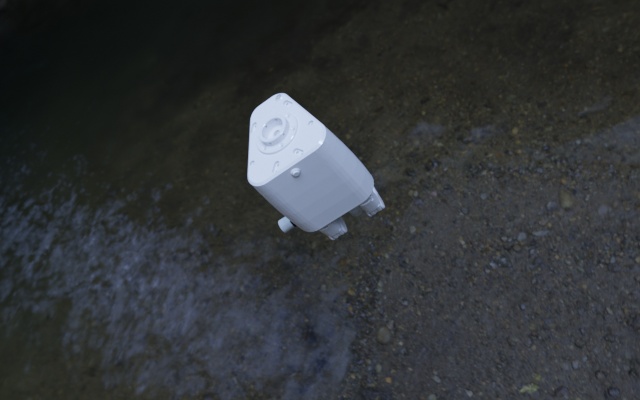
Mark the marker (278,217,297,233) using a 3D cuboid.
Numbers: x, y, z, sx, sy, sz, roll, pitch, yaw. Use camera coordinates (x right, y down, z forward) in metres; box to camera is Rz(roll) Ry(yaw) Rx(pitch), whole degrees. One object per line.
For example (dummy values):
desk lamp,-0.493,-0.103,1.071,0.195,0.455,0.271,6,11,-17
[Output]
marker,0.000,0.002,0.602,0.121,0.020,0.020,-33,-8,12
